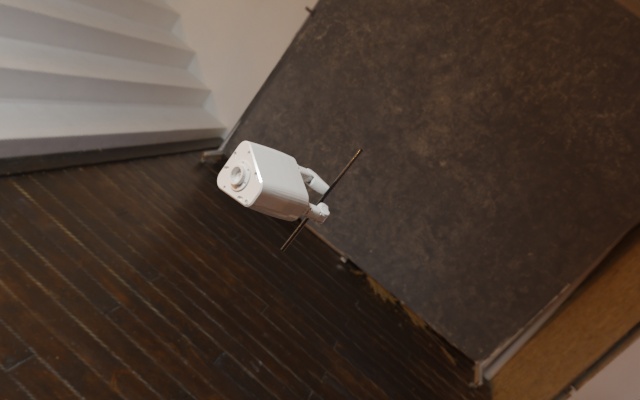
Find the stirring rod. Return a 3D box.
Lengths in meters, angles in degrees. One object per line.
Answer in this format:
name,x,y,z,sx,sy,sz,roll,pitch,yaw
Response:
stirring rod,0.000,0.003,0.862,0.011,0.239,0.011,35,17,-12
